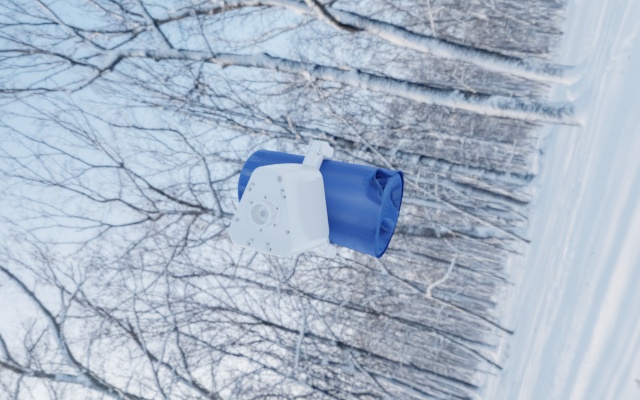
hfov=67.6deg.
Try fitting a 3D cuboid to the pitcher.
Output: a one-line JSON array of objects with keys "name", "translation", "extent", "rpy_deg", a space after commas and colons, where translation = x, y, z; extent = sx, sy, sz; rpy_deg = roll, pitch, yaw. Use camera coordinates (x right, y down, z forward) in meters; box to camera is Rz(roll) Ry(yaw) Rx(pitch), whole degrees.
[{"name": "pitcher", "translation": [0.000, 0.002, 0.747], "extent": [0.243, 0.149, 0.145], "rpy_deg": [14, 9, 21]}]
